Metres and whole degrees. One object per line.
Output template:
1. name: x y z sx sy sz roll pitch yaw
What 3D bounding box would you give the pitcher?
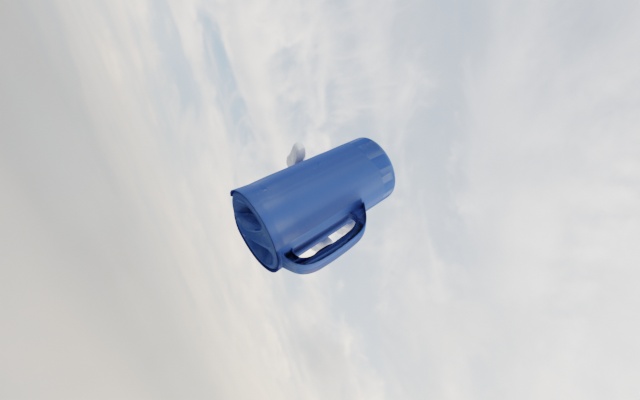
1. pitcher: 0.000 0.002 0.723 0.243 0.149 0.145 -28 6 -24
